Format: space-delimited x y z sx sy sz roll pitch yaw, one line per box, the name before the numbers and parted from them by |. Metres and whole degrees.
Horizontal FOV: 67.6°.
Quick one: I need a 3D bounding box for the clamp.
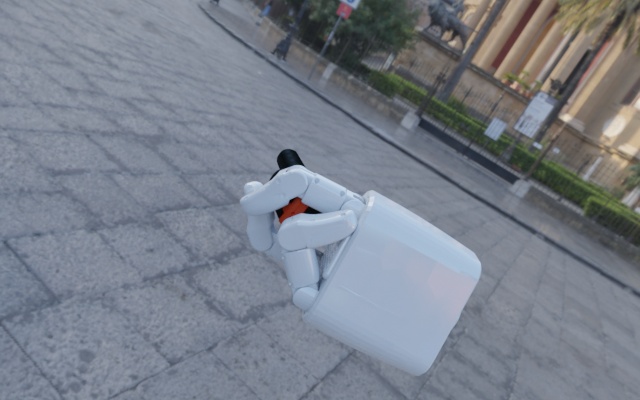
clamp | 0.000 0.001 0.466 0.120 0.039 0.171 30 17 -5
